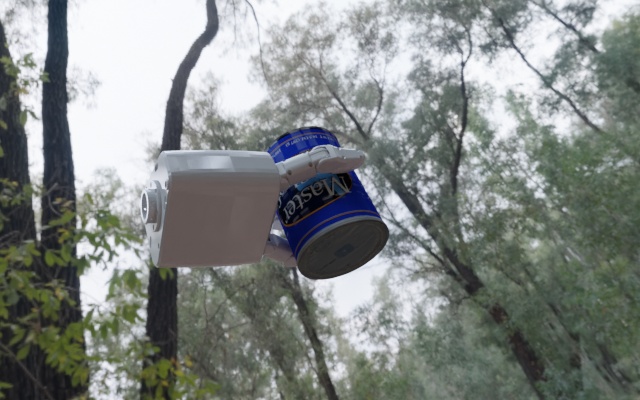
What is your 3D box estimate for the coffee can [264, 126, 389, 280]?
[{"bbox_3d":[0.000,0.002,0.532,0.103,0.140,0.103,-17,-35,-13],"label":"coffee can"}]
